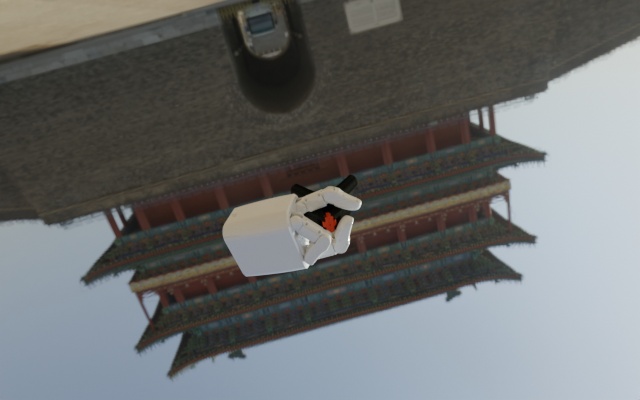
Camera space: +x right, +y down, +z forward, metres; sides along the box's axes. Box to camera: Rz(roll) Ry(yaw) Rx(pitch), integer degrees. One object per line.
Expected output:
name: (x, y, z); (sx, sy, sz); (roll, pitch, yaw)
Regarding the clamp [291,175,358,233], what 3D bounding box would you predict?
clamp: (0.000, 0.003, 0.802); (0.120, 0.039, 0.171); (-11, 22, 11)
